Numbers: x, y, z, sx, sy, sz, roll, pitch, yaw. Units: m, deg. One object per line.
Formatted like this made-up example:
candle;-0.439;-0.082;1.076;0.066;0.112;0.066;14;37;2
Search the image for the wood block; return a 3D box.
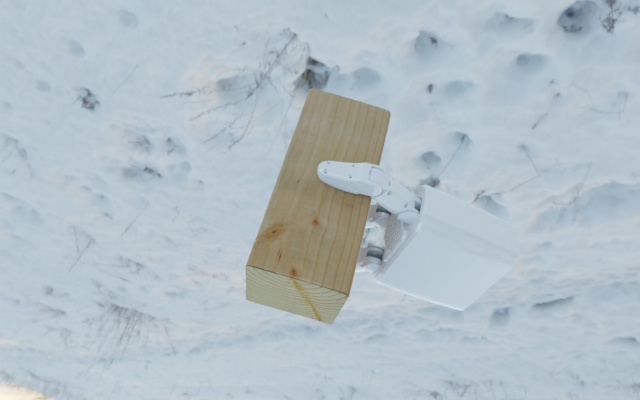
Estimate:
wood block;0.000;0.002;0.476;0.090;0.206;0.091;16;-31;0
